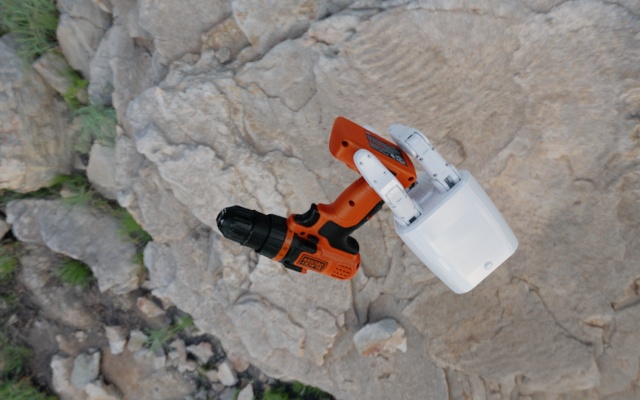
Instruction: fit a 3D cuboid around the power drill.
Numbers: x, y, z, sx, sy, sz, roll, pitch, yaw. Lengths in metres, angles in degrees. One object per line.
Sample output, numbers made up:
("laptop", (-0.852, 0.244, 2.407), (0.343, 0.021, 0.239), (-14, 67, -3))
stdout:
("power drill", (0.001, 0.002, 0.532), (0.184, 0.188, 0.057), (22, 33, -25))
